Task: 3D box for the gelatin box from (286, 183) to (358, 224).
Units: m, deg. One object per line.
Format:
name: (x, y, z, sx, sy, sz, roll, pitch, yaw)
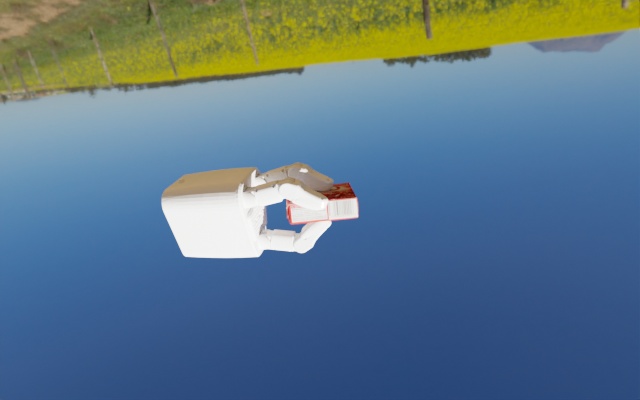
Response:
gelatin box: (0.000, 0.002, 0.622, 0.089, 0.030, 0.073, -6, 17, -3)
